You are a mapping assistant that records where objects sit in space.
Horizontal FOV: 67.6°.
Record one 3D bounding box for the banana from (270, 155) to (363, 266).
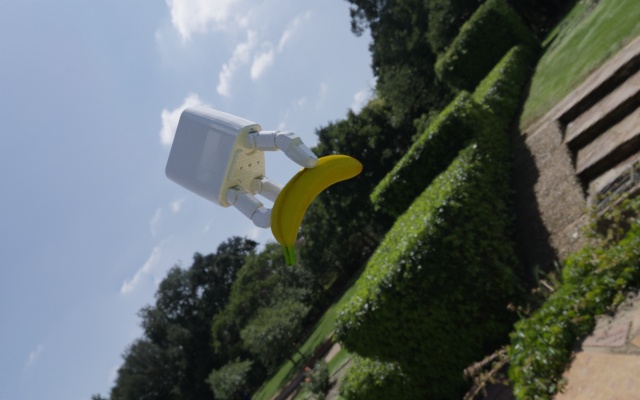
[{"bbox_3d":[-0.009,-0.011,0.597,0.037,0.070,0.197,0,39,39],"label":"banana"}]
